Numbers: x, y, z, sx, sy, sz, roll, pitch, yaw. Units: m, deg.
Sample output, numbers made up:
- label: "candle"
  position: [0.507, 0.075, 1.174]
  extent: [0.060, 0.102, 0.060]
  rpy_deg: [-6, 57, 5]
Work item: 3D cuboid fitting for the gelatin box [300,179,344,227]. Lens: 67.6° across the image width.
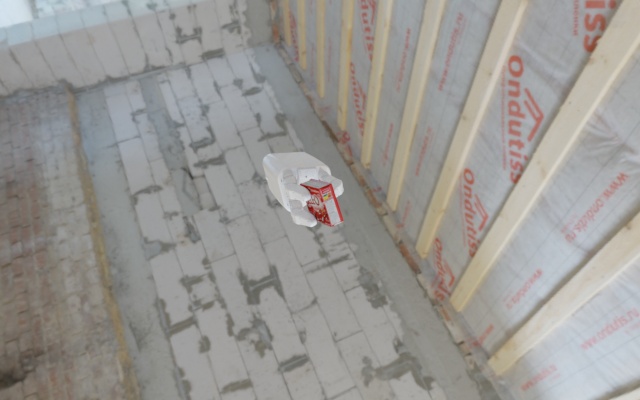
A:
- label: "gelatin box"
  position: [0.001, 0.003, 0.859]
  extent: [0.030, 0.073, 0.089]
  rpy_deg: [-24, 18, -21]
